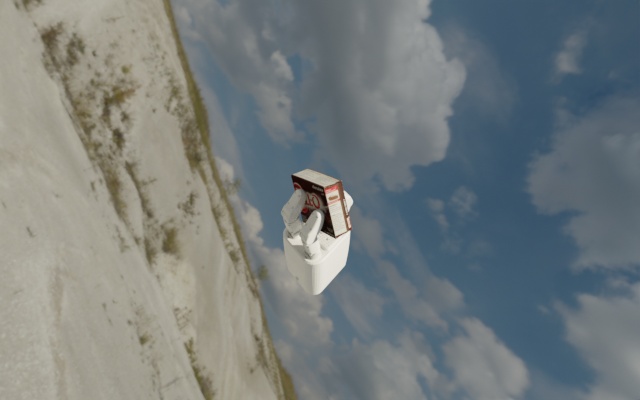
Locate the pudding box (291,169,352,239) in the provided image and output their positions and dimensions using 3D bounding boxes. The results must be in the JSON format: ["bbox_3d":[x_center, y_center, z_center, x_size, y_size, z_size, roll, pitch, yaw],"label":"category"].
[{"bbox_3d":[0.000,0.003,0.779,0.039,0.090,0.113,-25,24,-26],"label":"pudding box"}]
